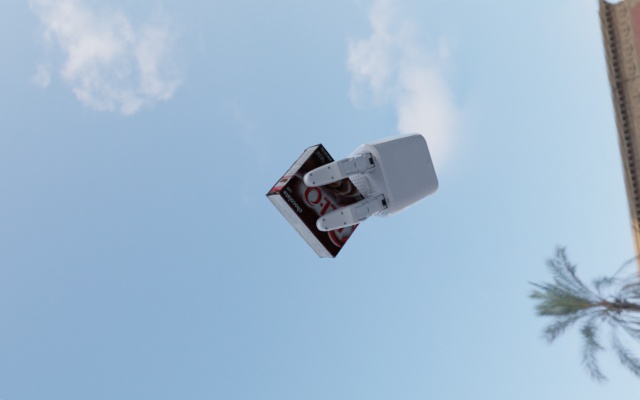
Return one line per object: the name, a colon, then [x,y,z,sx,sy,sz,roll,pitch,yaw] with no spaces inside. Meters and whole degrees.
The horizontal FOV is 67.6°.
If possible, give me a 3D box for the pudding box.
pudding box: [0.000,0.002,0.589,0.039,0.113,0.090,-12,34,54]
